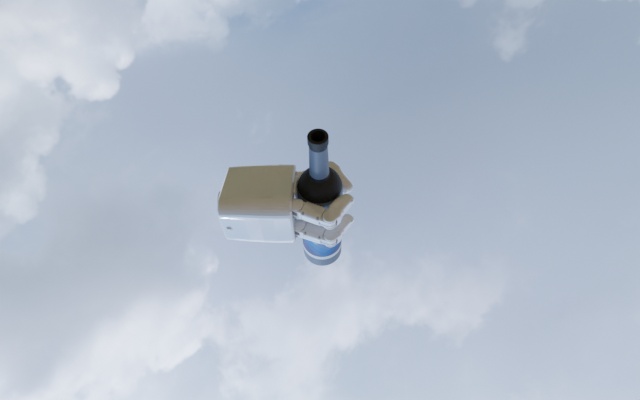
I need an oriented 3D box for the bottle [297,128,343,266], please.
[{"bbox_3d":[0.000,0.002,0.723,0.069,0.069,0.296,0,-35,2],"label":"bottle"}]
